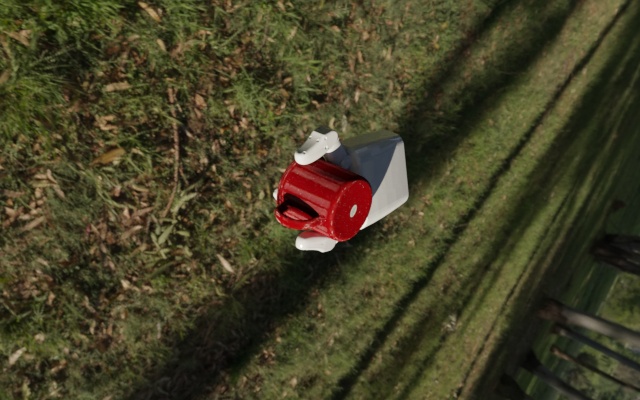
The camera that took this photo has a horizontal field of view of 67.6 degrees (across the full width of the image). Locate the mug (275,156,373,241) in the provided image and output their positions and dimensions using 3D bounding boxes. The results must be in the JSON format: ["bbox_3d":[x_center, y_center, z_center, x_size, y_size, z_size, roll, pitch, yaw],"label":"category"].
[{"bbox_3d":[-0.001,0.002,0.564,0.081,0.093,0.117,25,37,36],"label":"mug"}]
